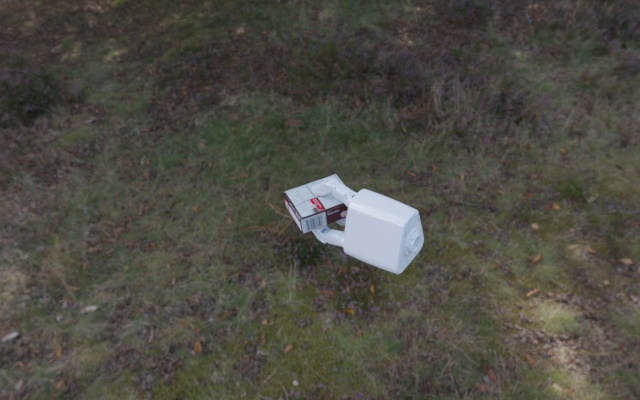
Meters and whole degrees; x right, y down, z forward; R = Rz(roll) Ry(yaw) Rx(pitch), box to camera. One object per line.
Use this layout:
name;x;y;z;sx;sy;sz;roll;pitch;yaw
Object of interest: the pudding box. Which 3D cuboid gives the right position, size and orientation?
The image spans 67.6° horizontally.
pudding box;0.000;0.003;0.867;0.113;0.039;0.090;-19;40;-16
